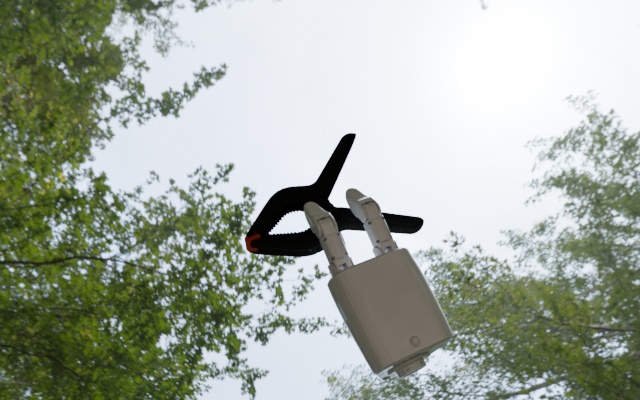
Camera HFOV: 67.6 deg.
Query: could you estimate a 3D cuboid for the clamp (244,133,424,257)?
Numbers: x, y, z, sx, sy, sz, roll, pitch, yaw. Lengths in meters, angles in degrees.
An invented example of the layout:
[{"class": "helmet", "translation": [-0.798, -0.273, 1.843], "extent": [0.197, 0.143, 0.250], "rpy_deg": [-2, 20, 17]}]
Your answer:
[{"class": "clamp", "translation": [0.000, 0.003, 0.591], "extent": [0.210, 0.164, 0.036], "rpy_deg": [-19, -29, -15]}]
